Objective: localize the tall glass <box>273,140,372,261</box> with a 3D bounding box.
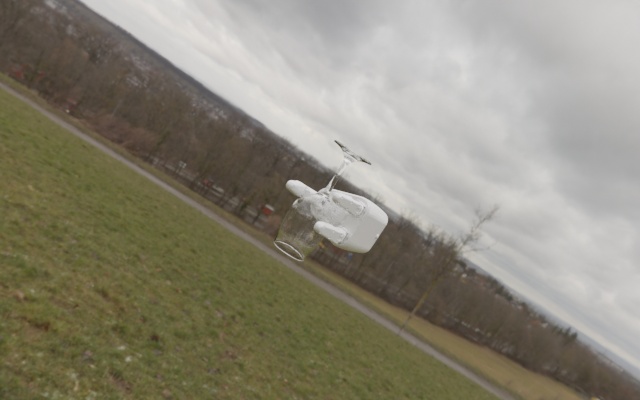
[{"bbox_3d":[0.000,0.002,0.801,0.079,0.201,0.079,33,4,-3],"label":"tall glass"}]
